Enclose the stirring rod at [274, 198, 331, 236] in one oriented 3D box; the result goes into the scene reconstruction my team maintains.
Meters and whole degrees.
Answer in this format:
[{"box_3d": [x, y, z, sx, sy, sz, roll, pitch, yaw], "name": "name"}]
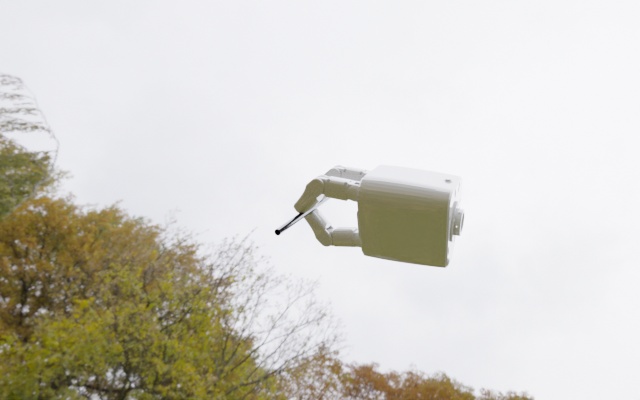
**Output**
[{"box_3d": [0.000, 0.002, 0.652, 0.011, 0.011, 0.239, 0, 17, 25], "name": "stirring rod"}]
